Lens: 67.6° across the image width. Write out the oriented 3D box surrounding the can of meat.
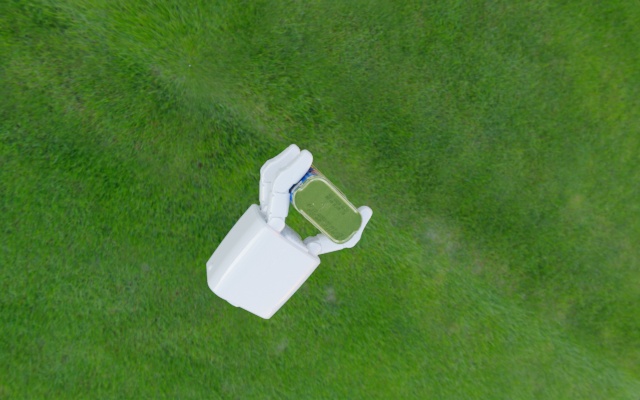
[{"bbox_3d":[0.000,0.002,0.613,0.102,0.057,0.084,43,2,-22],"label":"can of meat"}]
